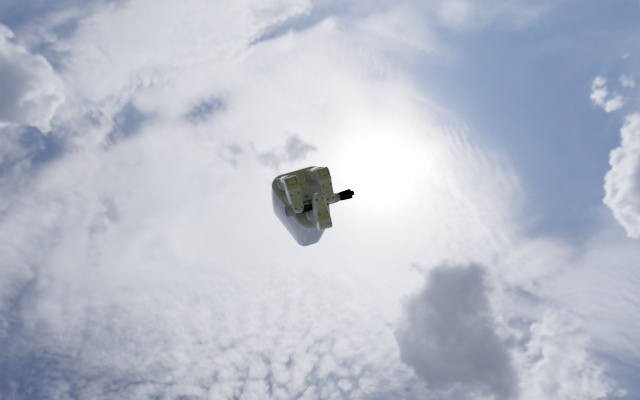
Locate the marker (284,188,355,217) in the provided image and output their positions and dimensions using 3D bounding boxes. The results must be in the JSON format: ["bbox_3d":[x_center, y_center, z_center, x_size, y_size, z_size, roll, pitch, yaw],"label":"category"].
[{"bbox_3d":[0.000,0.003,0.790,0.121,0.020,0.020,-16,4,-14],"label":"marker"}]
